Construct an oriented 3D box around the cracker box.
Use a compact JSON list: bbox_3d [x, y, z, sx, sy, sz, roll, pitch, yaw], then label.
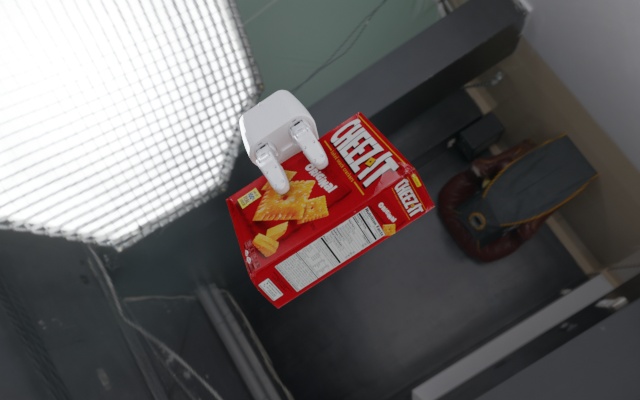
[{"bbox_3d":[0.000,0.002,0.577,0.214,0.072,0.164,-34,37,3],"label":"cracker box"}]
